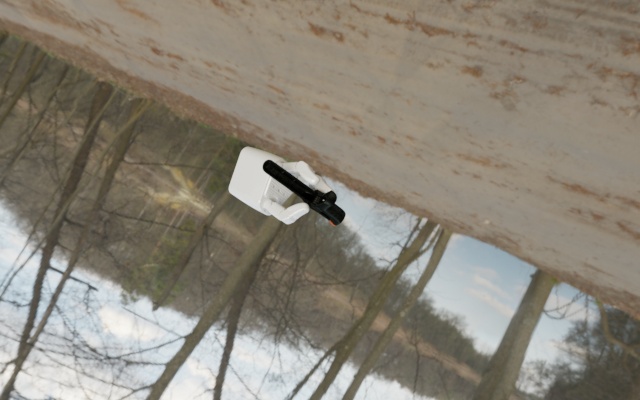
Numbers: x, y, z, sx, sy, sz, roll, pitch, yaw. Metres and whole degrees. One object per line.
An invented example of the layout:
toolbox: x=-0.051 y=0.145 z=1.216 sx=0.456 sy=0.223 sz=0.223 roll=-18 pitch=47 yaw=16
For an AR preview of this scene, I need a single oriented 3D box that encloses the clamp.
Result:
clamp: x=0.000 y=0.004 z=0.892 sx=0.164 sy=0.036 sz=0.210 roll=27 pitch=-9 yaw=38
